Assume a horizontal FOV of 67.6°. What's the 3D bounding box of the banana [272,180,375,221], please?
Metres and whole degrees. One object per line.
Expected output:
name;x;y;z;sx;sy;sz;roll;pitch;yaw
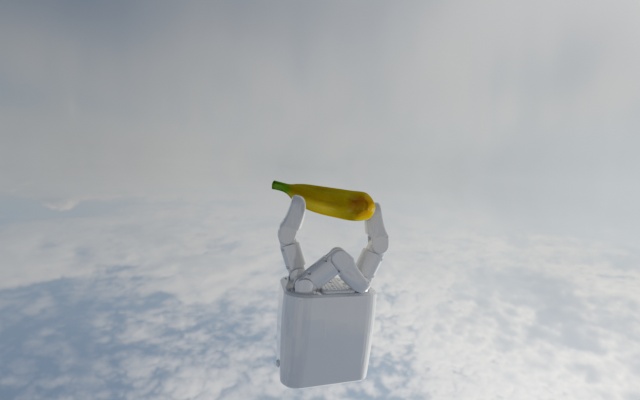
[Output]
banana;0.014;0.003;0.576;0.069;0.037;0.198;5;3;-34
